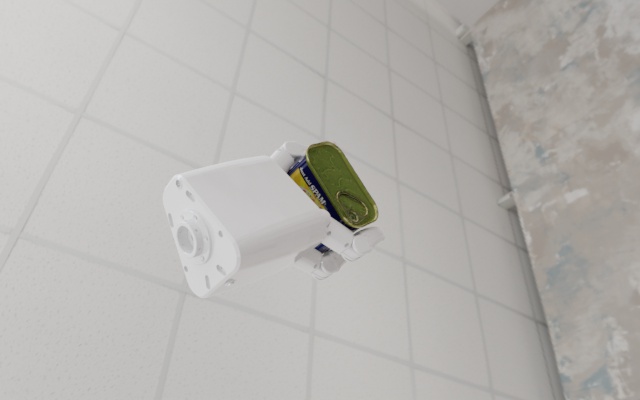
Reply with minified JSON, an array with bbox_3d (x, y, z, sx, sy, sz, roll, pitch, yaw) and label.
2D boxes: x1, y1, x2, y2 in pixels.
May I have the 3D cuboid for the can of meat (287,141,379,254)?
[{"bbox_3d":[0.000,0.002,0.523,0.057,0.102,0.084,-21,-15,-48],"label":"can of meat"}]
